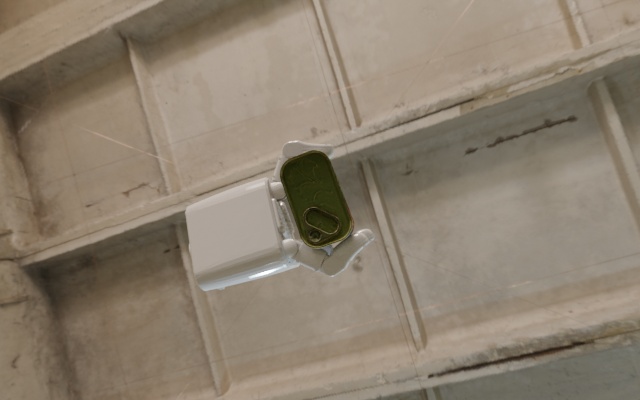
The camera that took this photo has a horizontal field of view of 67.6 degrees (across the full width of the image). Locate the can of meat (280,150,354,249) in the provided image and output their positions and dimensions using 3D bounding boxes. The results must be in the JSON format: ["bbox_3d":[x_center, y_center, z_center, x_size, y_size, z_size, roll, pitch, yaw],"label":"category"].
[{"bbox_3d":[0.000,0.002,0.543,0.057,0.102,0.084,-21,-7,5],"label":"can of meat"}]
